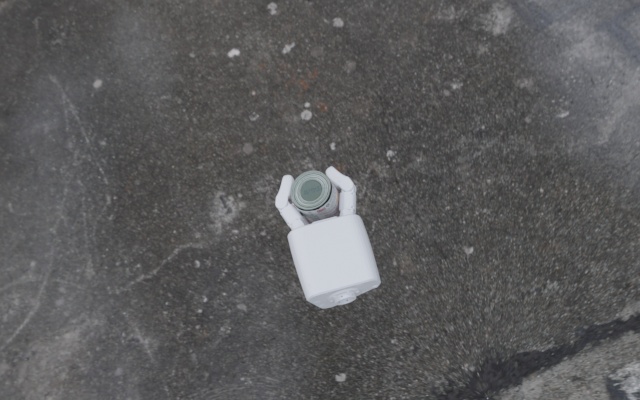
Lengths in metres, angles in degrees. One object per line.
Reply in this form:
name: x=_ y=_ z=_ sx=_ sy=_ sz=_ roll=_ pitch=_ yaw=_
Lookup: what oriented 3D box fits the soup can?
soup can: x=0.000 y=0.002 z=0.762 sx=0.068 sy=0.068 sz=0.102 roll=0 pitch=-21 yaw=19
